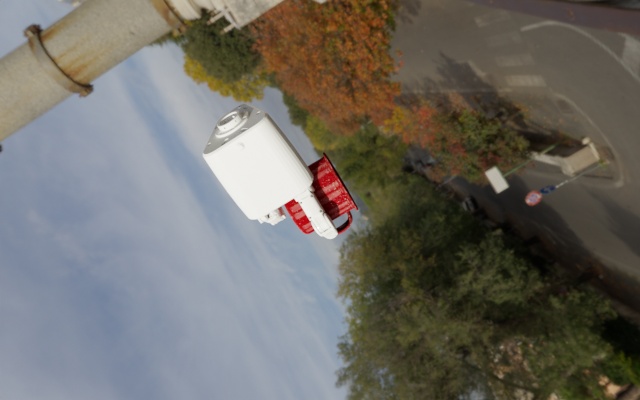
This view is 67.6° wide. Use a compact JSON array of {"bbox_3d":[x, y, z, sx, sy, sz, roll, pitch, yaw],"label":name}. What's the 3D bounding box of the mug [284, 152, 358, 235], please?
[{"bbox_3d":[0.001,0.003,0.667,0.081,0.117,0.093,-31,29,5],"label":"mug"}]
